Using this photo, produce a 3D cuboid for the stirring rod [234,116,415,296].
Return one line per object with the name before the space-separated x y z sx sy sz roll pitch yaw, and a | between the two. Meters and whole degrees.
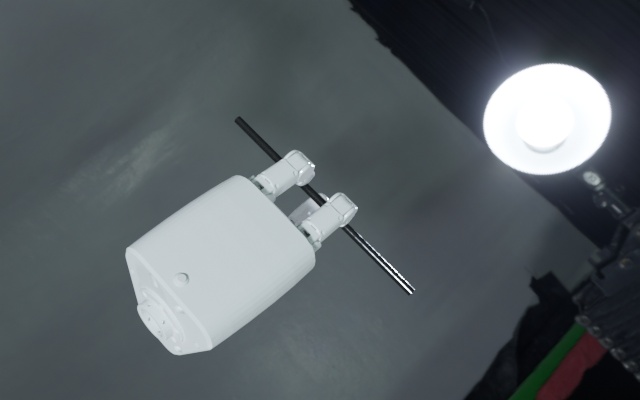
stirring rod | 0.000 0.002 0.461 0.239 0.011 0.011 45 10 10
